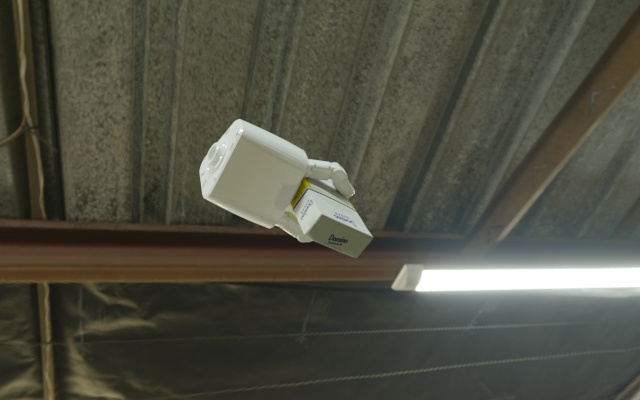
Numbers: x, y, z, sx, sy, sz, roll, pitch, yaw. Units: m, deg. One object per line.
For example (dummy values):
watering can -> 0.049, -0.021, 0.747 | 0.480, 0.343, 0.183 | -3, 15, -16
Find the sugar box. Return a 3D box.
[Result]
sugar box -> 0.000, 0.003, 0.684 | 0.093, 0.048, 0.176 | 26, 23, -31
